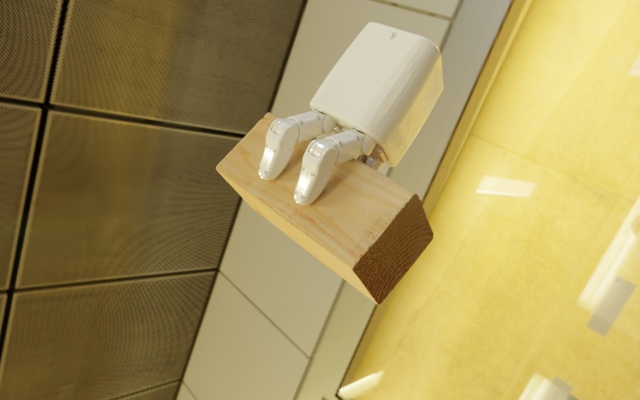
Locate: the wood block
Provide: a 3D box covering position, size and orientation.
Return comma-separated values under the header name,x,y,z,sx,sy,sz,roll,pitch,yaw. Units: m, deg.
name,x,y,z,sx,sy,sz,roll,pitch,yaw
wood block,0.000,0.001,0.491,0.206,0.090,0.091,33,-13,37
